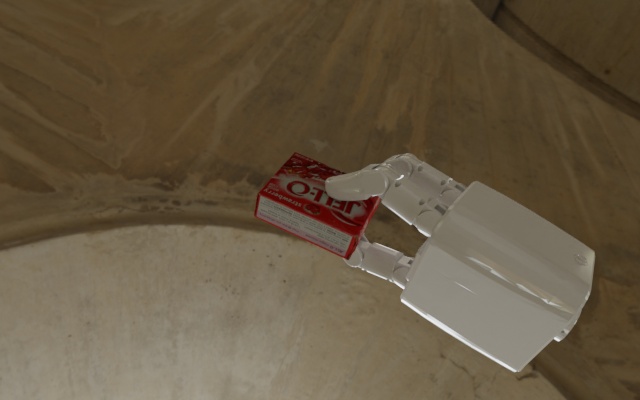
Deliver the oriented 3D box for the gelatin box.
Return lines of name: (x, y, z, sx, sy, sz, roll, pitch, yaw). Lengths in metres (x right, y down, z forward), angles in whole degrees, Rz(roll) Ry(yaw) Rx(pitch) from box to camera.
gelatin box: (0.000, 0.002, 0.405, 0.089, 0.030, 0.073, 24, 39, 9)
